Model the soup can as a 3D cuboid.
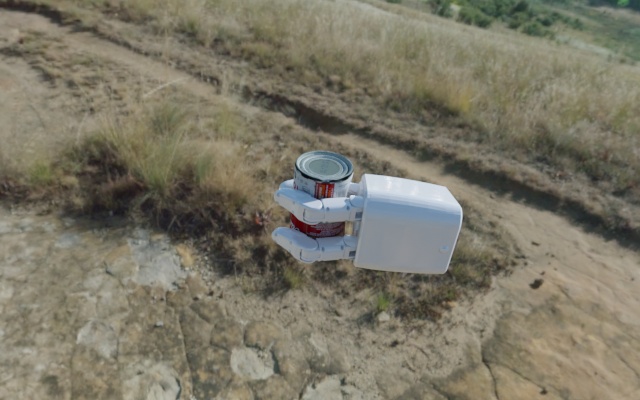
[{"bbox_3d":[0.000,0.001,0.560,0.068,0.102,0.068,4,34,-3],"label":"soup can"}]
